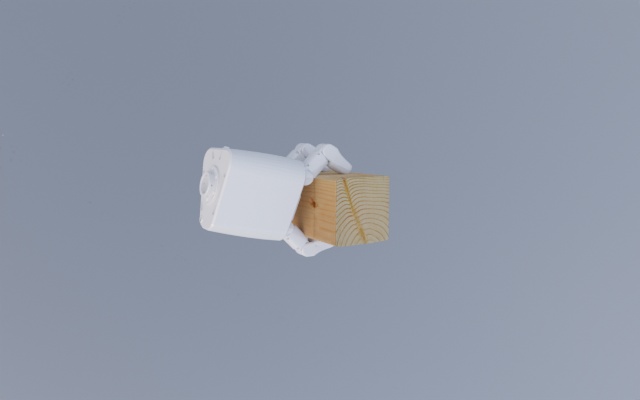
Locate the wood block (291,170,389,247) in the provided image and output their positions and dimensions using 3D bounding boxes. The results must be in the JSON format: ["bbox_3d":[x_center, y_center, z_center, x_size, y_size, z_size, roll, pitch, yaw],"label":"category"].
[{"bbox_3d":[0.000,0.003,0.706,0.090,0.091,0.206,-4,9,-33],"label":"wood block"}]
